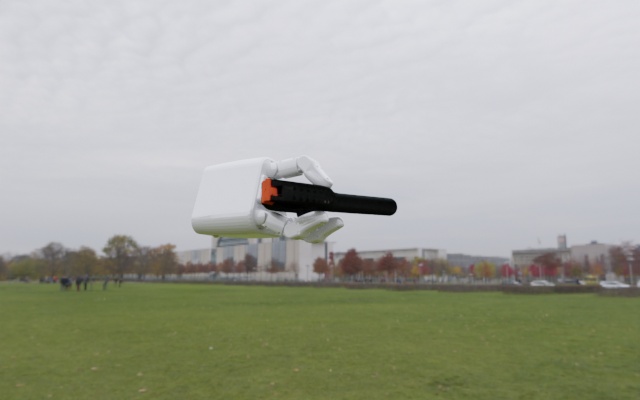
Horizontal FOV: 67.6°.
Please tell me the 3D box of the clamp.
[{"bbox_3d":[0.000,0.001,0.634,0.164,0.036,0.210,-5,-11,25],"label":"clamp"}]
